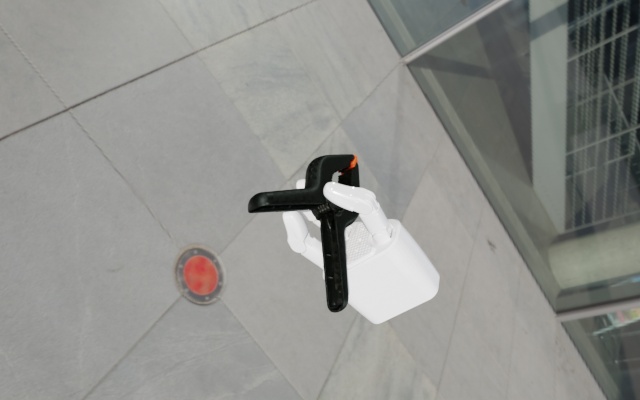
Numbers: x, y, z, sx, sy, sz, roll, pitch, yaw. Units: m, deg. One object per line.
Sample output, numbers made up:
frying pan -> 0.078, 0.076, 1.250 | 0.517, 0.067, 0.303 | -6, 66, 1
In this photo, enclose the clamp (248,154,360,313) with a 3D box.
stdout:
clamp -> 0.001, 0.001, 0.565 | 0.036, 0.165, 0.209 | -20, 33, 34
